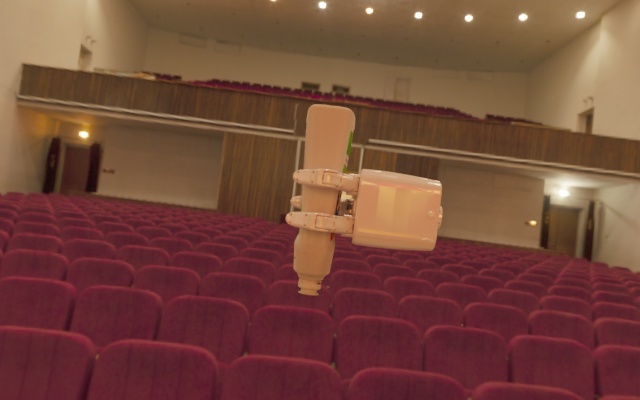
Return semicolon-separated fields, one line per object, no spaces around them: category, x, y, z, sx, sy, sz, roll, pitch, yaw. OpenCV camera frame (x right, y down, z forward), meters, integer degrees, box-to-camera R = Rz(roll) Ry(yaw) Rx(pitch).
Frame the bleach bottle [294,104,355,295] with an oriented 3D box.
bleach bottle;0.000;0.002;0.660;0.068;0.251;0.102;7;-3;3
